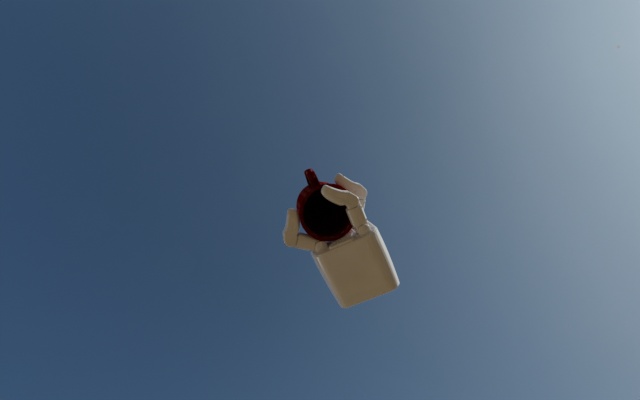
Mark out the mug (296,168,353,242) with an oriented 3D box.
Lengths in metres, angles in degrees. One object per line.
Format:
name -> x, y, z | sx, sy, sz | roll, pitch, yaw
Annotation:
mug -> -0.001, 0.001, 0.783 | 0.093, 0.117, 0.081 | -26, 13, -6
